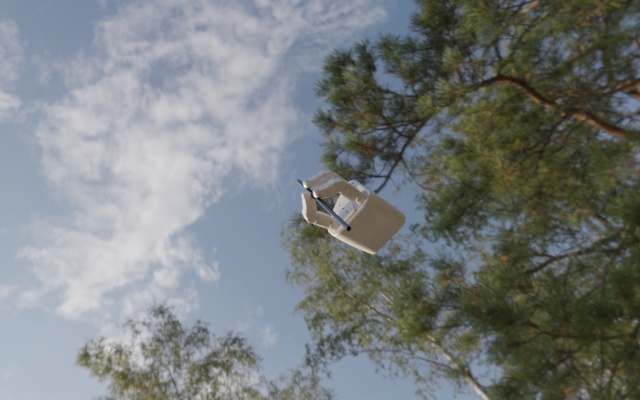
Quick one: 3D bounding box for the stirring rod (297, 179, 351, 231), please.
[{"bbox_3d":[0.000,0.003,0.830,0.011,0.011,0.239,0,20,-22],"label":"stirring rod"}]
